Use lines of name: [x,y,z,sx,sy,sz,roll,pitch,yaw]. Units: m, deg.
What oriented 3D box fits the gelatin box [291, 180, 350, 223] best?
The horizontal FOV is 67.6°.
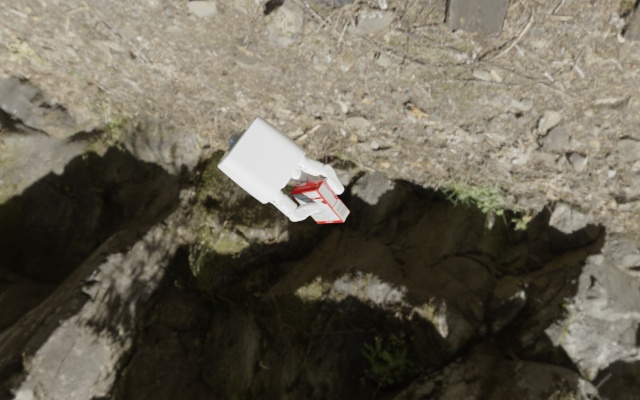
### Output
gelatin box: [0.000,0.003,0.883,0.073,0.030,0.089,-7,-48,48]
